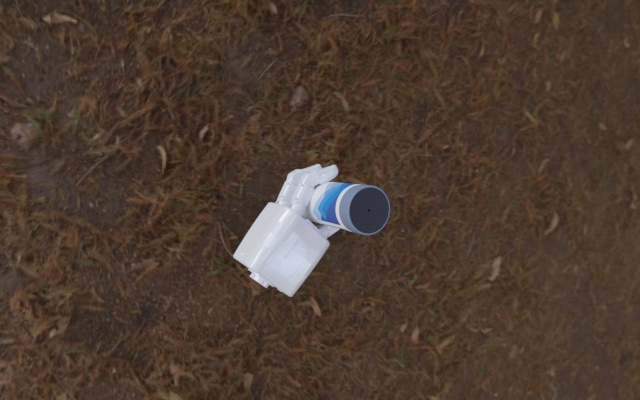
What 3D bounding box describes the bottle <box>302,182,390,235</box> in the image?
[{"bbox_3d":[0.000,0.002,0.763,0.069,0.069,0.295,0,4,-26],"label":"bottle"}]
